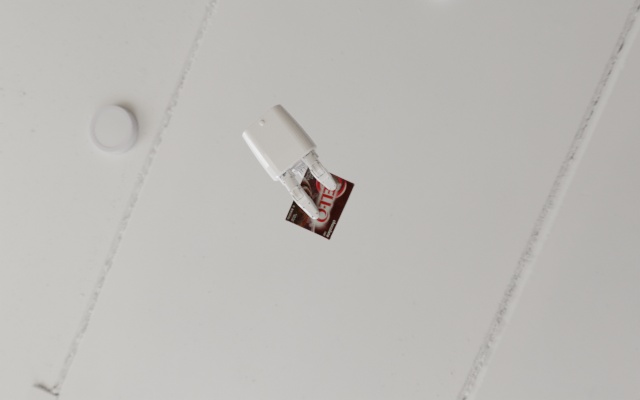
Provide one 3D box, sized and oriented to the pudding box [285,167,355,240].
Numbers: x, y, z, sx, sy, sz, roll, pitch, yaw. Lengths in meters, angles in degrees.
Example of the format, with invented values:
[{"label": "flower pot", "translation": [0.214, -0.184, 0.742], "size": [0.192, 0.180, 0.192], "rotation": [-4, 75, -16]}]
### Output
[{"label": "pudding box", "translation": [0.000, 0.003, 0.866], "size": [0.090, 0.113, 0.039], "rotation": [24, 4, 7]}]
